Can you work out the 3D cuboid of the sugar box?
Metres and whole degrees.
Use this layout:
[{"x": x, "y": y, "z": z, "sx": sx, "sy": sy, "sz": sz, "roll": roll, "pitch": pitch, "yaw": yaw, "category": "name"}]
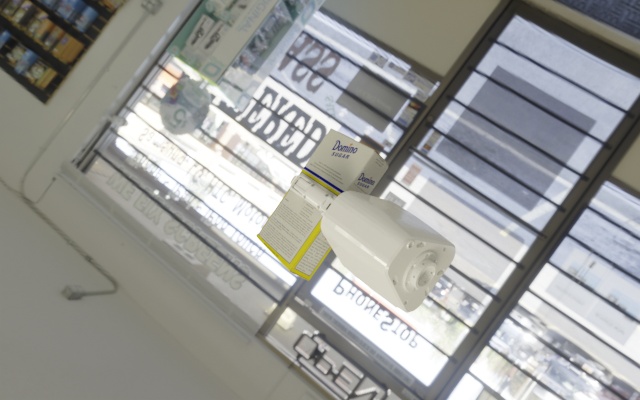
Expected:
[{"x": 0.000, "y": 0.002, "z": 0.605, "sx": 0.093, "sy": 0.176, "sz": 0.048, "roll": 36, "pitch": -1, "yaw": 45, "category": "sugar box"}]
